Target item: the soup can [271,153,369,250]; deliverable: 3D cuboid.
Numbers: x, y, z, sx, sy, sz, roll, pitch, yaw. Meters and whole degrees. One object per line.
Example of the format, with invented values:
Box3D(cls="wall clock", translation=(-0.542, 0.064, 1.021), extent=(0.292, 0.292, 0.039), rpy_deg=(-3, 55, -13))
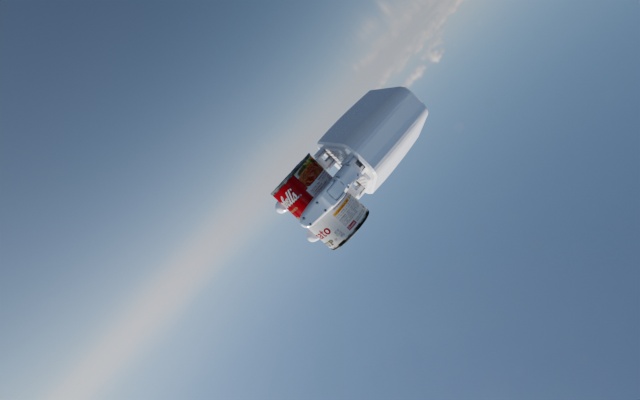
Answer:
Box3D(cls="soup can", translation=(0.000, 0.002, 0.575), extent=(0.102, 0.068, 0.068), rpy_deg=(43, -6, -6))
